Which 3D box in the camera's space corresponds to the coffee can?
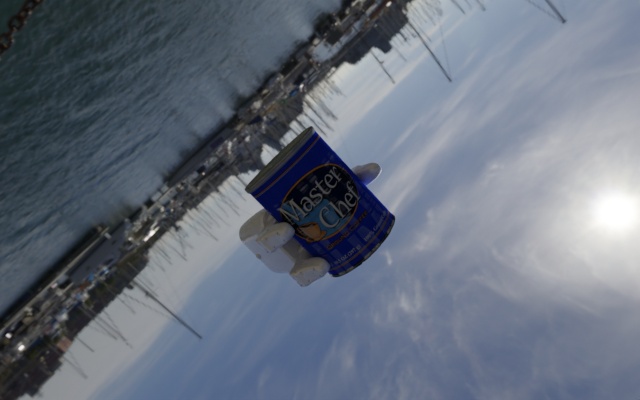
[{"bbox_3d":[0.000,0.002,0.540,0.103,0.140,0.102,-42,11,10],"label":"coffee can"}]
